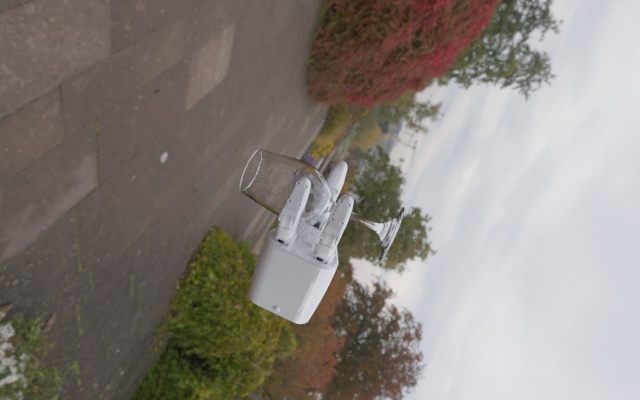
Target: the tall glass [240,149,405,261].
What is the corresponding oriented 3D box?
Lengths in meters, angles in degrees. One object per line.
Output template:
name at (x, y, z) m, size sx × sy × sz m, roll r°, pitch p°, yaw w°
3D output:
tall glass at (0.001, 0.002, 0.610) m, size 0.201 × 0.079 × 0.079 m, roll 25°, pitch 2°, yaw 4°
